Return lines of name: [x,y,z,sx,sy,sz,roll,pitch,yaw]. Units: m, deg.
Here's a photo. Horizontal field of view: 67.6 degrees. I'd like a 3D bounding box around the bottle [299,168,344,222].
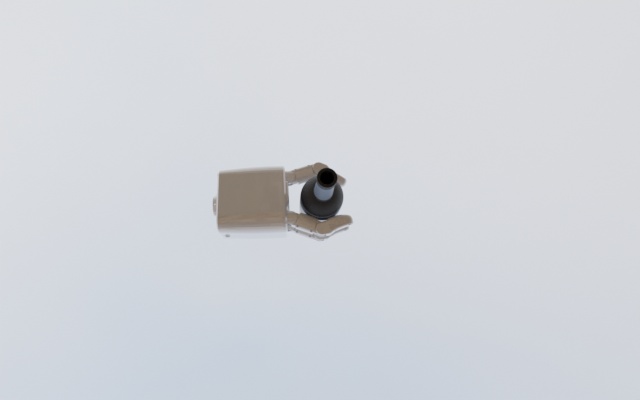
bottle: [0.000,0.003,0.763,0.069,0.069,0.296,0,-13,-3]
